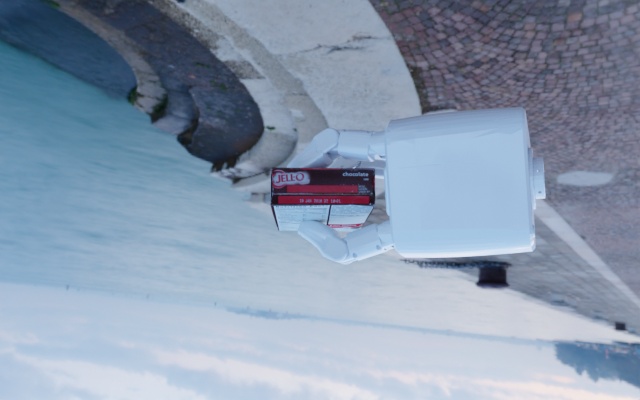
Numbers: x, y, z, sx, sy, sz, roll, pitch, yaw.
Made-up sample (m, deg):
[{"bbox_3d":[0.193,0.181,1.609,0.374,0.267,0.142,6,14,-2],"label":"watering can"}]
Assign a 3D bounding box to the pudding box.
[{"bbox_3d":[0.000,0.002,0.451,0.090,0.039,0.113,1,-16,-2],"label":"pudding box"}]
